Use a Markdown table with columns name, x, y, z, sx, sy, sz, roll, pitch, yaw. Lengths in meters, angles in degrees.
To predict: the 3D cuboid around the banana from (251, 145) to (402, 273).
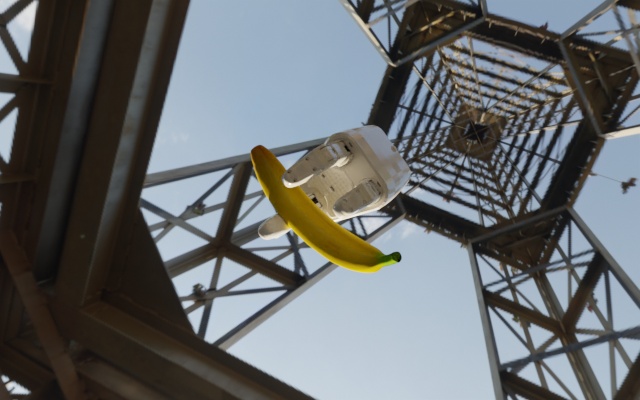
| name | x | y | z | sx | sy | sz | roll | pitch | yaw |
| --- | --- | --- | --- | --- | --- | --- | --- | --- | --- |
| banana | -0.003 | 0.017 | 0.502 | 0.197 | 0.070 | 0.037 | 37 | 39 | 18 |
